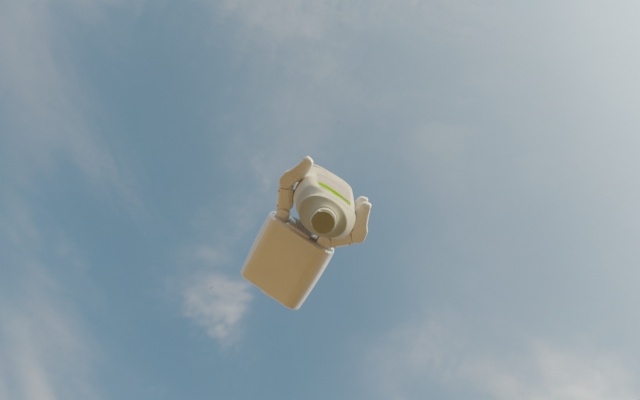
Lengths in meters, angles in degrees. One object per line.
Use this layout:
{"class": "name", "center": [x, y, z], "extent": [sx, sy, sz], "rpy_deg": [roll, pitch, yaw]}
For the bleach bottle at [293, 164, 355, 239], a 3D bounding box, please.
{"class": "bleach bottle", "center": [0.000, 0.002, 0.690], "extent": [0.102, 0.068, 0.251], "rpy_deg": [29, 9, -3]}
